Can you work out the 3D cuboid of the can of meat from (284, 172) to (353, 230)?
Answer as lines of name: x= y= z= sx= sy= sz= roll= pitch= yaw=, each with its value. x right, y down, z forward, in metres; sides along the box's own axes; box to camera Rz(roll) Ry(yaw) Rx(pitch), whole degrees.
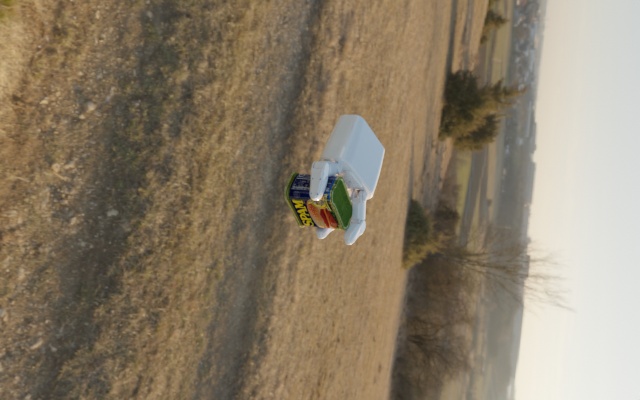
can of meat: x=0.000 y=0.003 z=0.781 sx=0.084 sy=0.057 sz=0.102 roll=5 pitch=-38 yaw=25
